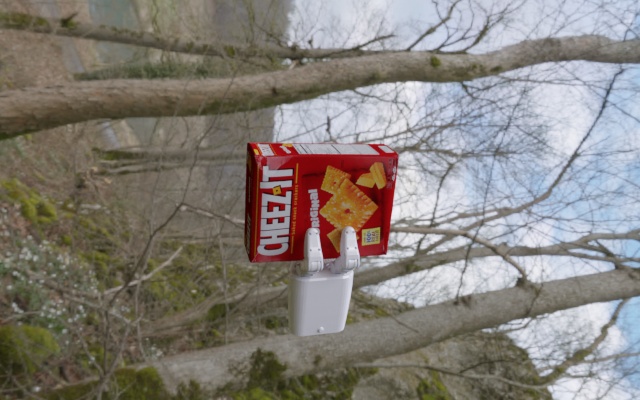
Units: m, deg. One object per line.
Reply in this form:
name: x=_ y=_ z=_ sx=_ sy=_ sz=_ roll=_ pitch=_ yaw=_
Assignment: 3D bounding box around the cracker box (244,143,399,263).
cracker box: x=0.000 y=0.002 z=0.704 sx=0.214 sy=0.164 sz=0.072 roll=-2 pitch=22 yaw=-17
